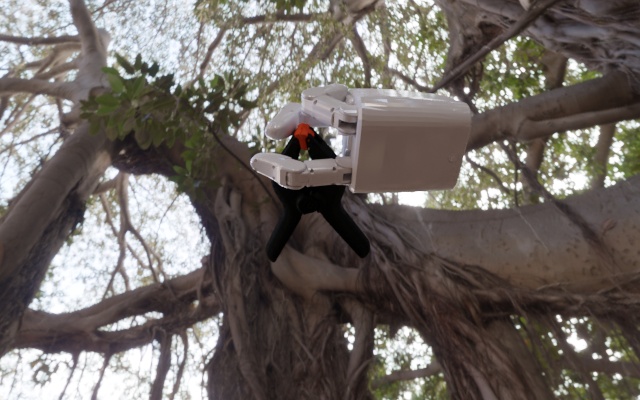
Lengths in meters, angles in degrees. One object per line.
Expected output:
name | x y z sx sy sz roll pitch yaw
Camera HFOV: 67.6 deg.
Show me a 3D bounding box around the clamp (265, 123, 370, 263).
clamp | 0.000 0.001 0.518 0.120 0.172 0.039 1 35 -5
